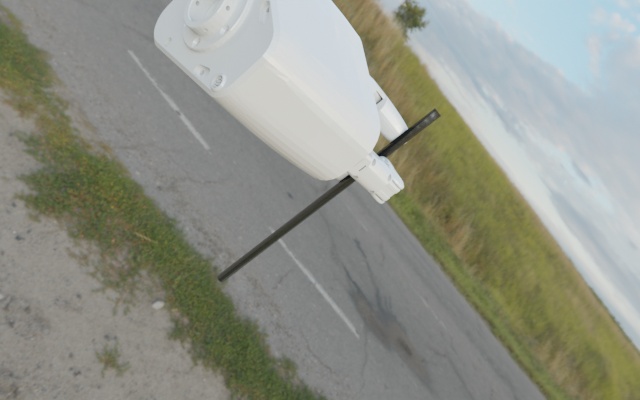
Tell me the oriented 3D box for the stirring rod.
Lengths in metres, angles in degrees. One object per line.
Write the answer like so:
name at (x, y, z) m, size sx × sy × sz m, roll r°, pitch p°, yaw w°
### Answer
stirring rod at (0.000, 0.001, 0.406) m, size 0.239 × 0.011 × 0.011 m, roll -37°, pitch -12°, yaw 16°
